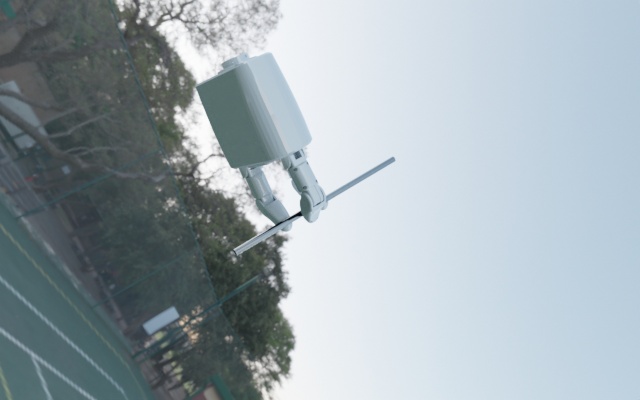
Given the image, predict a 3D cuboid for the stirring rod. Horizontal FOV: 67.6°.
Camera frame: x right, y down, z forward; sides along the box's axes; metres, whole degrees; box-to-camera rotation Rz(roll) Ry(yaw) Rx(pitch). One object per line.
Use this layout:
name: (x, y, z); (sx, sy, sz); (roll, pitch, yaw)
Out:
stirring rod: (0.000, 0.002, 0.581); (0.239, 0.011, 0.011); (-30, 13, -22)
